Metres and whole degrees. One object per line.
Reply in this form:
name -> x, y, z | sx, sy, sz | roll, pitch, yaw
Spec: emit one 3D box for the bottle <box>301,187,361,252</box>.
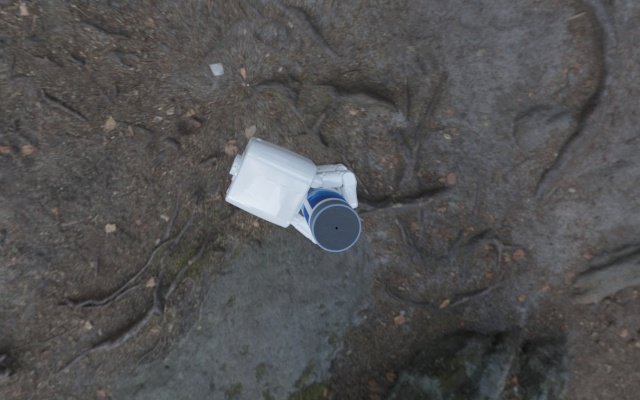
bottle -> 0.000, 0.003, 0.769 | 0.069, 0.069, 0.295 | 0, 13, -9
